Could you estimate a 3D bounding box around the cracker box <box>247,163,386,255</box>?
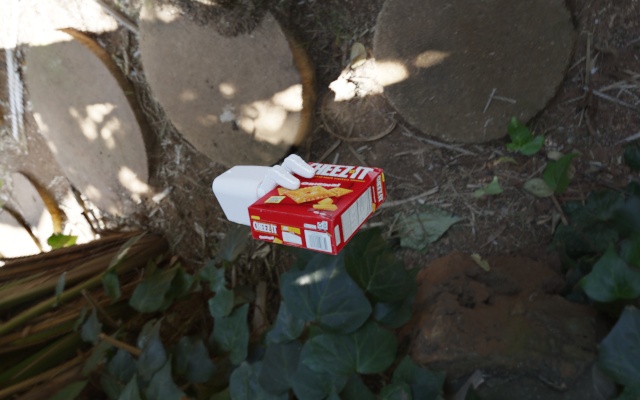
[{"bbox_3d":[0.000,0.003,0.849,0.164,0.072,0.213,8,29,28],"label":"cracker box"}]
